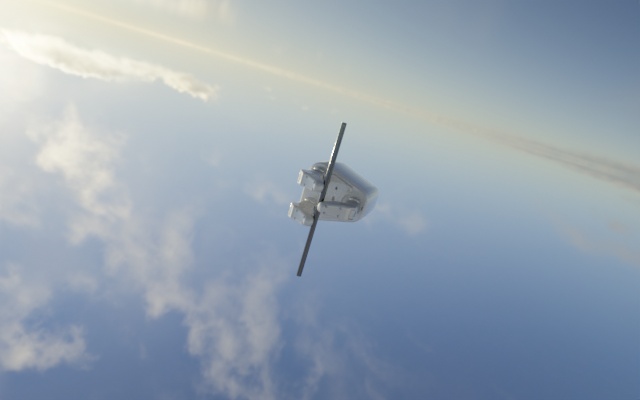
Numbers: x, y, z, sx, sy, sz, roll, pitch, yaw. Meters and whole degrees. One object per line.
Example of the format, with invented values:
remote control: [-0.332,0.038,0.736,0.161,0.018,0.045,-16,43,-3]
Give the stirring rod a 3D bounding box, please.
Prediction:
stirring rod: [0.000,0.002,0.702,0.011,0.239,0.011,16,13,-4]
